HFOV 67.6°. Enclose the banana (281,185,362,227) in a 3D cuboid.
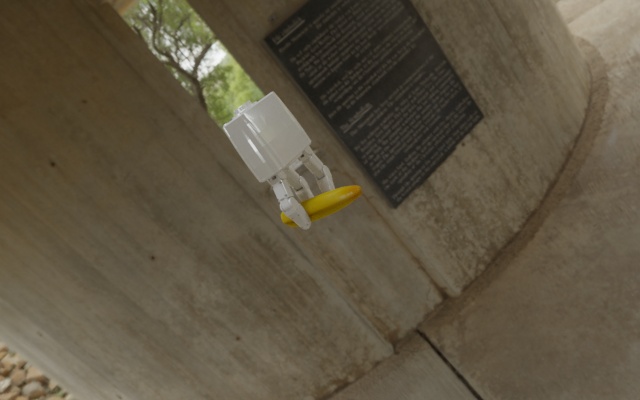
[{"bbox_3d":[-0.014,0.012,0.796,0.069,0.037,0.198,-37,10,-36],"label":"banana"}]
